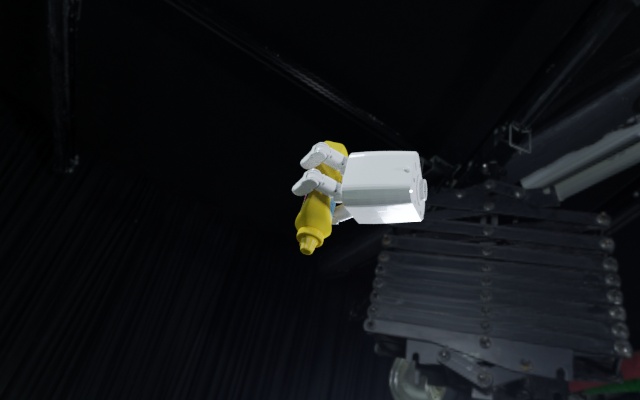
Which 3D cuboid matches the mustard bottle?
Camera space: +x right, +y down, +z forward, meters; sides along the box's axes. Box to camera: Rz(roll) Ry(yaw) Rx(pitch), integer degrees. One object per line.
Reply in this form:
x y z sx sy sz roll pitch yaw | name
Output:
0.000 0.002 0.771 0.058 0.191 0.096 14 -36 2 | mustard bottle
